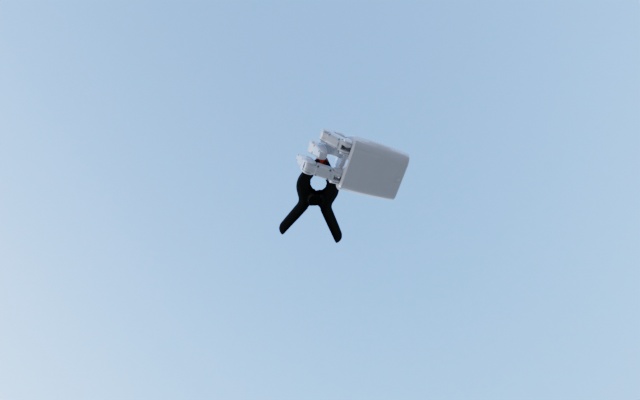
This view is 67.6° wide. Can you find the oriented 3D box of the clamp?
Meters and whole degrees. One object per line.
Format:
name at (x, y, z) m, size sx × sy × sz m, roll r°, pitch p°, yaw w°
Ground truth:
clamp at (0.000, 0.002, 0.888) m, size 0.120 × 0.171 × 0.039 m, roll 15°, pitch 24°, yaw -10°
